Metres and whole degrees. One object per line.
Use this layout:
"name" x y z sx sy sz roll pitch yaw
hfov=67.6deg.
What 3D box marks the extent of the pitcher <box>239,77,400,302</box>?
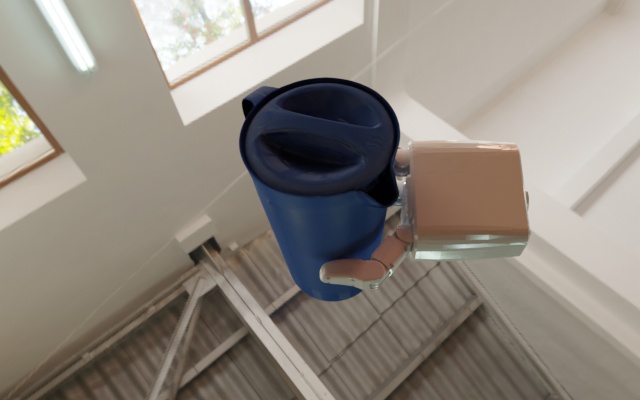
"pitcher" 0.000 0.002 0.490 0.145 0.149 0.243 -2 -35 4
